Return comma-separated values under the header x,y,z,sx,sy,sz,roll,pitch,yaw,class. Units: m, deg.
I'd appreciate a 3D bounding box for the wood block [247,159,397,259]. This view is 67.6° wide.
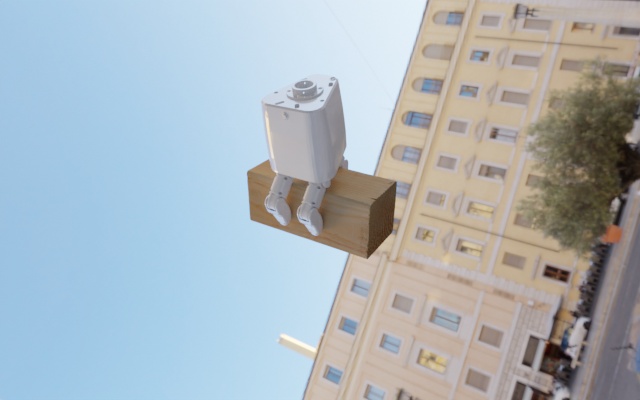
x,y,z,sx,sy,sz,roll,pitch,yaw,class
0.000,0.002,0.720,0.206,0.090,0.090,16,32,28,wood block
